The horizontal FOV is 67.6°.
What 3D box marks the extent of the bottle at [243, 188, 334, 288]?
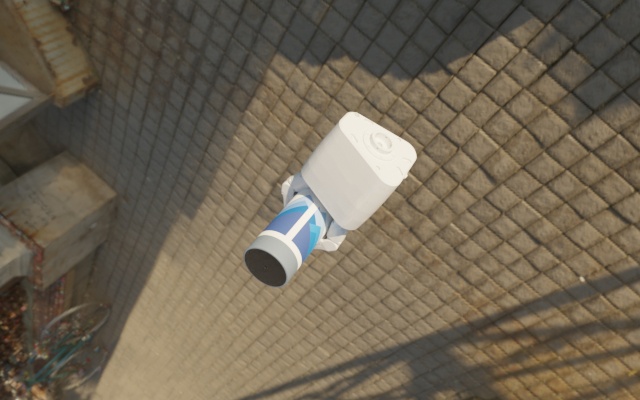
[{"bbox_3d":[0.000,0.002,0.694,0.069,0.069,0.295,0,34,34],"label":"bottle"}]
